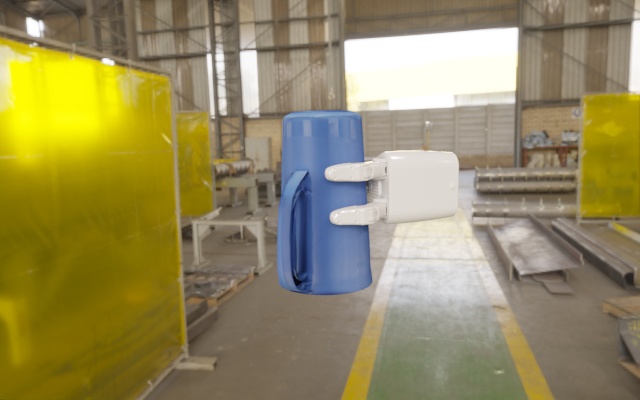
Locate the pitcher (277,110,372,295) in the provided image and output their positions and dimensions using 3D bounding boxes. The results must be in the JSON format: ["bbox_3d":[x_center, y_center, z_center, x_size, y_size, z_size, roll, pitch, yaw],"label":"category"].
[{"bbox_3d":[0.000,0.002,0.654,0.145,0.243,0.149,-3,7,-14],"label":"pitcher"}]
